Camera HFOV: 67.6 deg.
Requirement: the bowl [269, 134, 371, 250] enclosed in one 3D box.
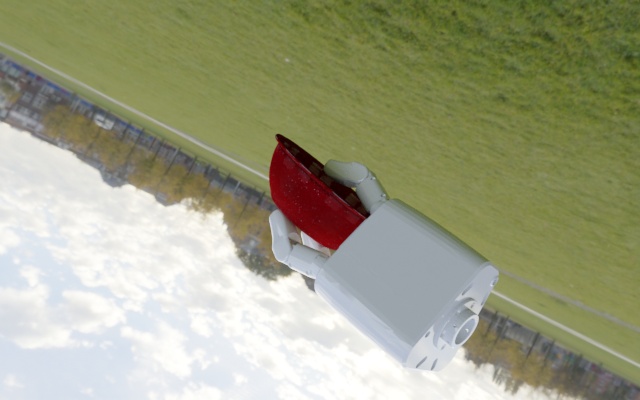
[{"bbox_3d":[-0.001,0.001,0.503,0.162,0.055,0.162,40,8,-7],"label":"bowl"}]
